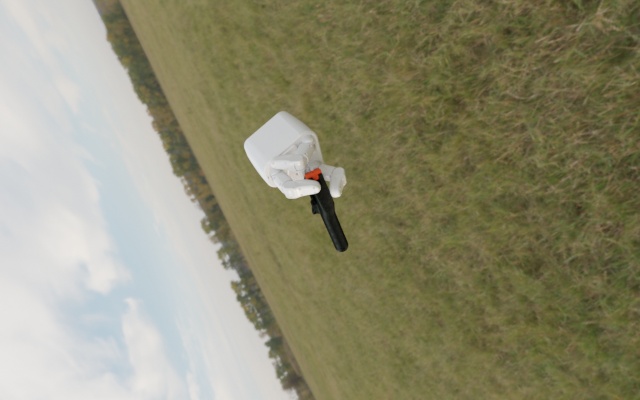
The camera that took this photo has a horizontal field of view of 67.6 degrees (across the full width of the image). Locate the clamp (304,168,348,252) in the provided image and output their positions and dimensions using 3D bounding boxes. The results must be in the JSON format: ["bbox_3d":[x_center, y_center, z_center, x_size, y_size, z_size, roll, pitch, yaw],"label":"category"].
[{"bbox_3d":[0.000,0.003,0.846,0.039,0.172,0.120,-29,41,-15],"label":"clamp"}]
